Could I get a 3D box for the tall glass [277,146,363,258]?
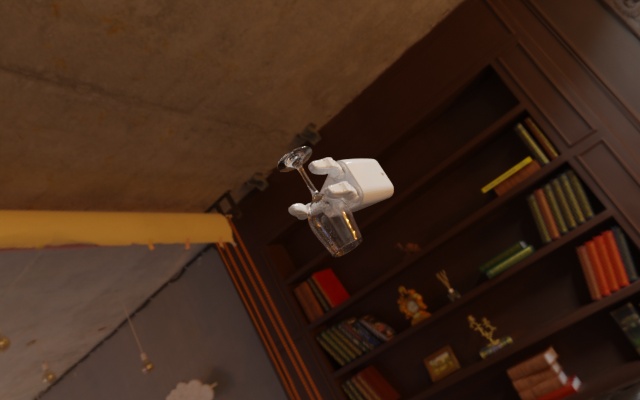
[{"bbox_3d":[0.000,0.002,0.864,0.079,0.201,0.079,-27,-19,-10],"label":"tall glass"}]
